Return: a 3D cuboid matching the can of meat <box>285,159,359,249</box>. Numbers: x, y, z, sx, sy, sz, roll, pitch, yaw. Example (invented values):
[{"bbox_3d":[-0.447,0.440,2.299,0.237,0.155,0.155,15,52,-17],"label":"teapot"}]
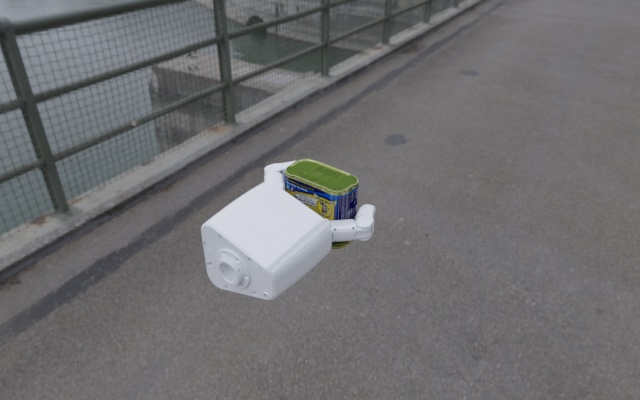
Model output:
[{"bbox_3d":[0.000,0.002,0.618,0.102,0.084,0.057,22,38,30],"label":"can of meat"}]
